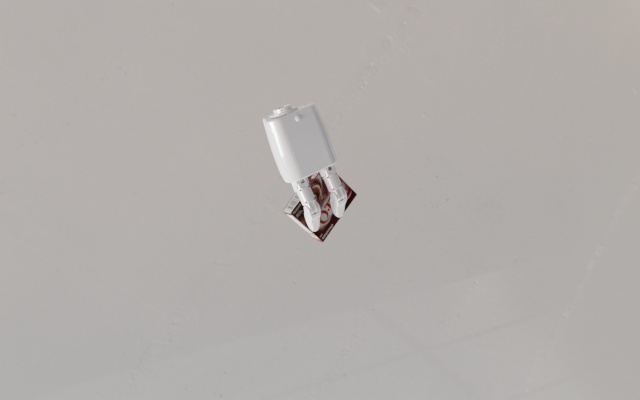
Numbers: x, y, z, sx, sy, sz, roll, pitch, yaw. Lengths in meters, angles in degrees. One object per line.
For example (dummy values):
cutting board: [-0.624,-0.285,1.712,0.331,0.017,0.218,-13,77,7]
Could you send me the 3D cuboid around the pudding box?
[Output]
pudding box: [0.000,0.003,0.852,0.090,0.113,0.039,43,-12,-29]
